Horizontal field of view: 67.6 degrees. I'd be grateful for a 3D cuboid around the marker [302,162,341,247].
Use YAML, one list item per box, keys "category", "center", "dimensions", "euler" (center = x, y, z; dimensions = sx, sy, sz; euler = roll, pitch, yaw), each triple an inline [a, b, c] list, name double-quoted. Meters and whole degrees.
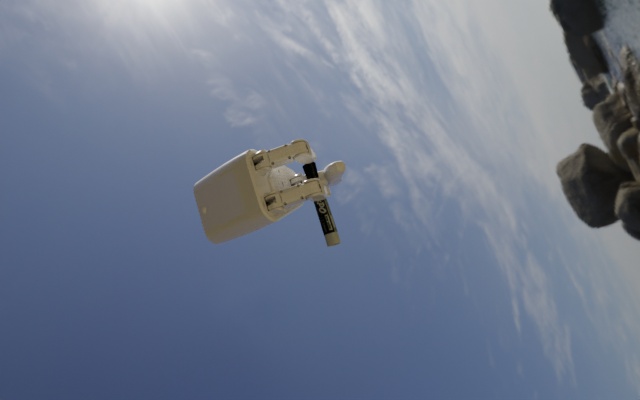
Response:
- category: "marker"
  center: [0.000, 0.002, 0.639]
  dimensions: [0.020, 0.121, 0.020]
  euler: [-17, -12, -4]
